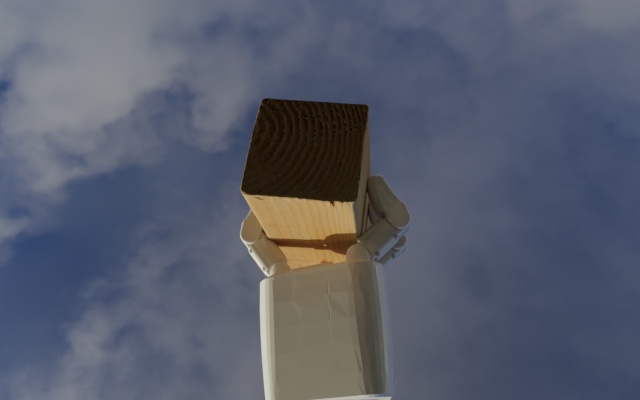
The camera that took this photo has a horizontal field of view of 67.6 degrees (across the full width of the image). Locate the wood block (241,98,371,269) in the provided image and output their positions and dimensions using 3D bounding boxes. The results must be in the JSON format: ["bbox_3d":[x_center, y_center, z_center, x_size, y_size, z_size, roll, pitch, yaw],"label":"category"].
[{"bbox_3d":[0.000,0.002,0.459,0.091,0.090,0.206,5,-24,9],"label":"wood block"}]
